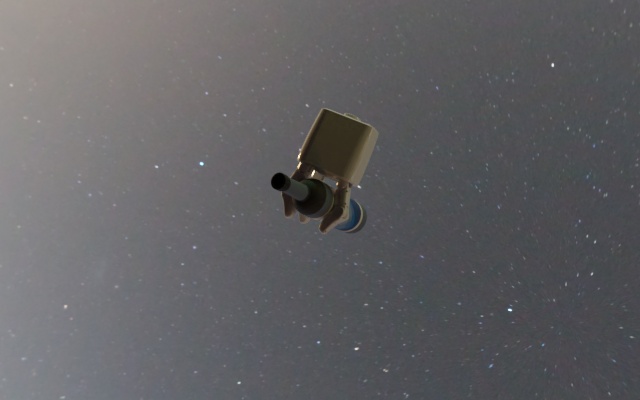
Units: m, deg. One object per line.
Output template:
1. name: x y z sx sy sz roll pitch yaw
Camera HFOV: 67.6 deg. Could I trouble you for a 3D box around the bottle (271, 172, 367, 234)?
1. bottle: 0.000 0.003 0.856 0.069 0.069 0.296 0 -13 27
